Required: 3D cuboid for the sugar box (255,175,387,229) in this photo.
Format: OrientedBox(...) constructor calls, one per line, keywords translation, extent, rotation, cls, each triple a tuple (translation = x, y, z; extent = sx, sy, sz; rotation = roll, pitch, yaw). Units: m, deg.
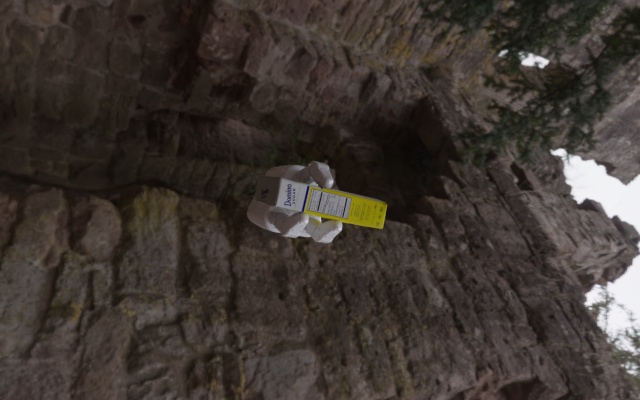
OrientedBox(translation=(0.000, 0.003, 0.703), extent=(0.176, 0.048, 0.093), rotation=(10, 0, -26), cls="sugar box")
